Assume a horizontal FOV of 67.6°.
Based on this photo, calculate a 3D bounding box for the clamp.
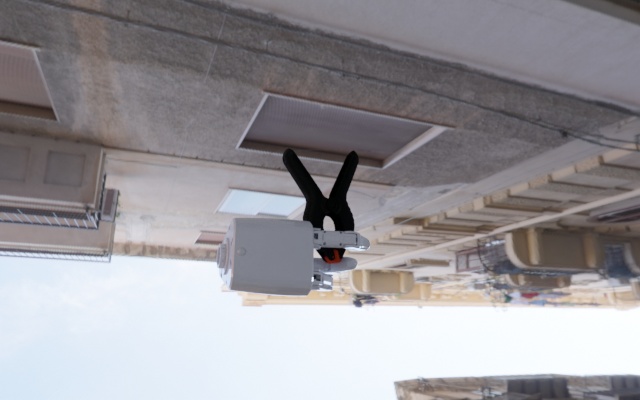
[{"bbox_3d":[0.000,0.003,0.681,0.120,0.171,0.039,6,-16,-20],"label":"clamp"}]
